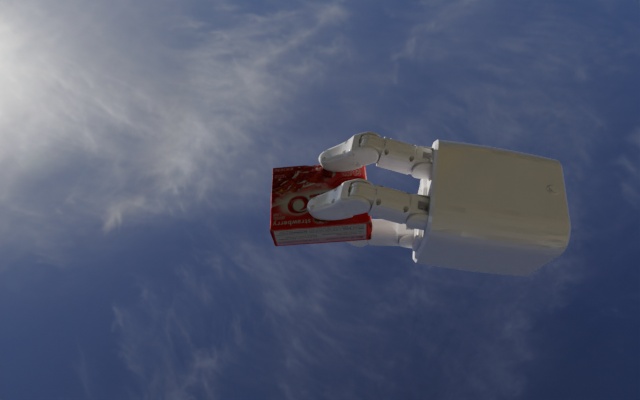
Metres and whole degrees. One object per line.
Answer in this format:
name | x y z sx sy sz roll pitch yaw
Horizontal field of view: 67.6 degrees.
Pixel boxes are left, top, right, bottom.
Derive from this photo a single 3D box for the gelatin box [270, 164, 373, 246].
gelatin box | 0.000 0.002 0.437 0.089 0.073 0.030 -5 -38 3
